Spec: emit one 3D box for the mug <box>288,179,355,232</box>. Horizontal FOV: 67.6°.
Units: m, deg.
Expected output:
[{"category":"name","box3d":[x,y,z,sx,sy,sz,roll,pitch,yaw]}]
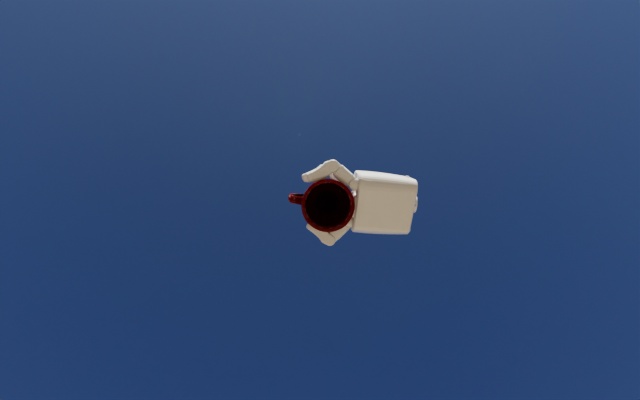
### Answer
[{"category":"mug","box3d":[-0.001,0.003,0.863,0.117,0.093,0.081,5,8,-2]}]
